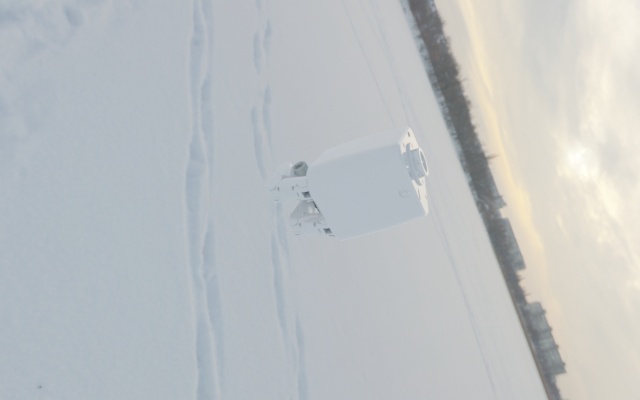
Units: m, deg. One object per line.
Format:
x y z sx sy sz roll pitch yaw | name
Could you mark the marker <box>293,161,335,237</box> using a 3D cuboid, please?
0.000 0.002 0.608 0.020 0.121 0.020 -22 32 14 | marker
